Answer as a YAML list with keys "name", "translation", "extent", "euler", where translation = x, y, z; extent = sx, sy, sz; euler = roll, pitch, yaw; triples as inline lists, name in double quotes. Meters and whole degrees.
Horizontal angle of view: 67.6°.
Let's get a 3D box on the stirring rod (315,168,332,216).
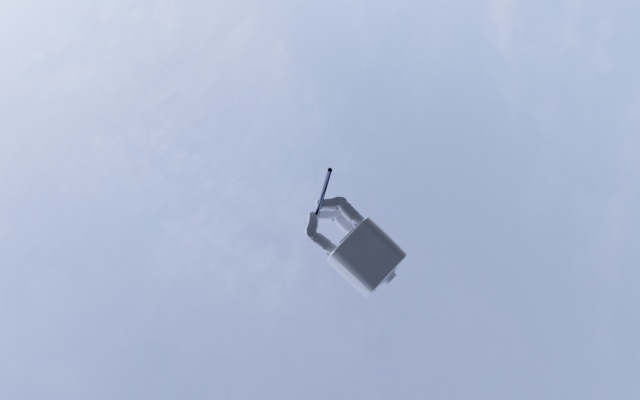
- name: "stirring rod"
  translation: [0.000, 0.003, 0.889]
  extent: [0.011, 0.011, 0.240]
  euler: [0, -26, -8]
